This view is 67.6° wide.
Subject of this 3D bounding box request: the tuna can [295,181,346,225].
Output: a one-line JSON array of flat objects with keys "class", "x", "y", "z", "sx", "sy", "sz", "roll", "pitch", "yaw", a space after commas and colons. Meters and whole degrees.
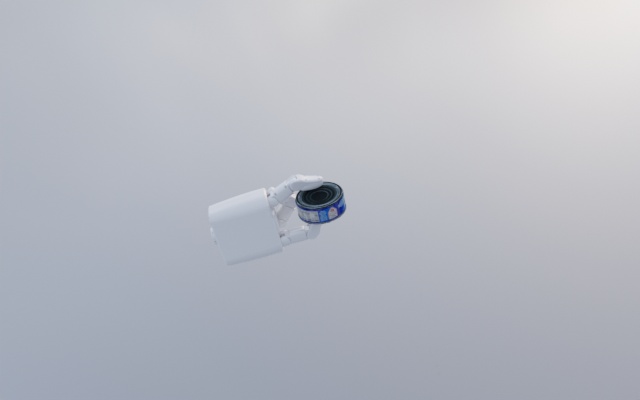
[{"class": "tuna can", "x": 0.000, "y": 0.002, "z": 0.824, "sx": 0.086, "sy": 0.034, "sz": 0.086, "roll": -8, "pitch": 33, "yaw": 6}]
